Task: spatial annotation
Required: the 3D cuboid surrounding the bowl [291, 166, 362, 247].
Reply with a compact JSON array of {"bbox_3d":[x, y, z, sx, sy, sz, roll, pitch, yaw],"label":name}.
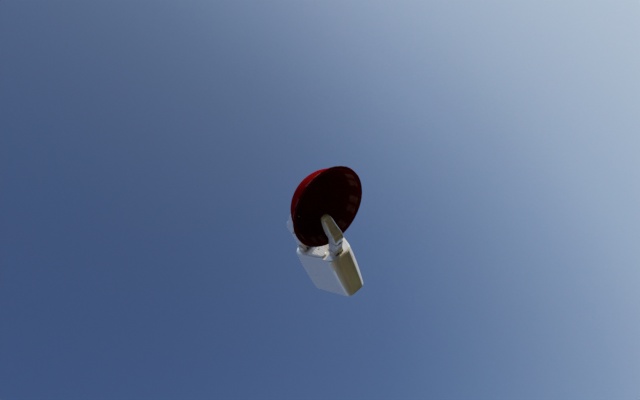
[{"bbox_3d":[0.000,0.002,0.880,0.162,0.162,0.055,0,24,-43],"label":"bowl"}]
